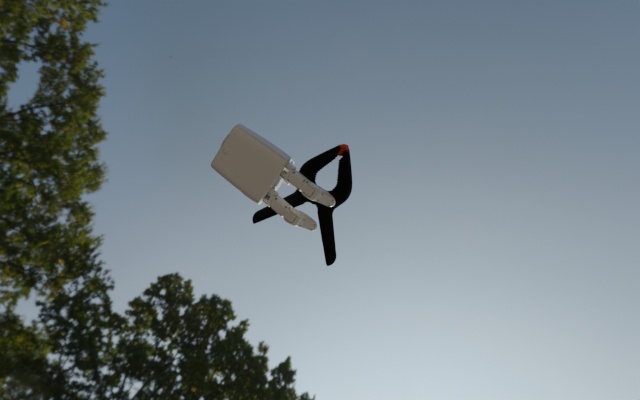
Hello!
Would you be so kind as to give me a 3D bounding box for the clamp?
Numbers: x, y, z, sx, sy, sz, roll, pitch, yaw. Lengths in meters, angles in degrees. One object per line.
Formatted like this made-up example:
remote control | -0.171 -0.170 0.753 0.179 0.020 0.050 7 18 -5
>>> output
clamp | 0.000 0.002 0.818 0.164 0.210 0.036 36 18 -1
